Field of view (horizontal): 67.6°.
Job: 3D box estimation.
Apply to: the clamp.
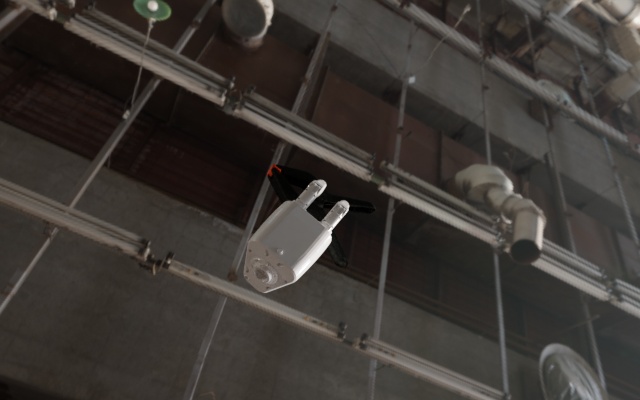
[{"bbox_3d":[-0.001,0.003,0.851,0.164,0.210,0.036,-47,-3,-46],"label":"clamp"}]
